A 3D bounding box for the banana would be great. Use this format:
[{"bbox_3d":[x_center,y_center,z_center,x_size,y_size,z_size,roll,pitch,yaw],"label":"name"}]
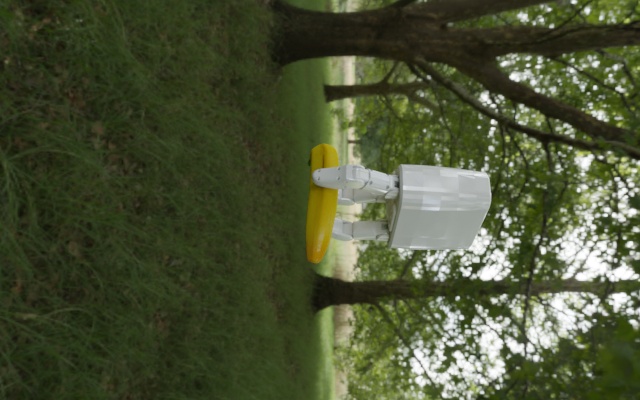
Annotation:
[{"bbox_3d":[0.003,-0.014,0.591,0.037,0.070,0.197,6,40,-4],"label":"banana"}]
